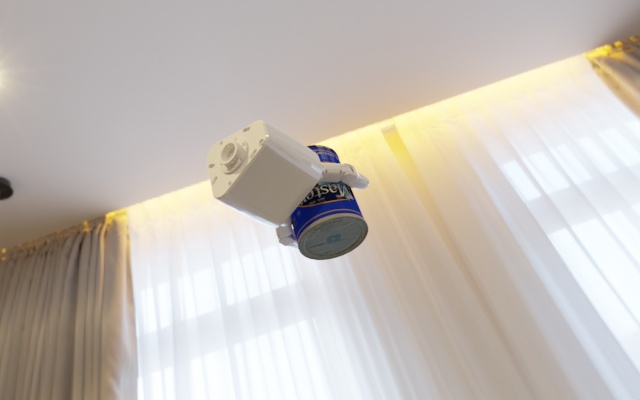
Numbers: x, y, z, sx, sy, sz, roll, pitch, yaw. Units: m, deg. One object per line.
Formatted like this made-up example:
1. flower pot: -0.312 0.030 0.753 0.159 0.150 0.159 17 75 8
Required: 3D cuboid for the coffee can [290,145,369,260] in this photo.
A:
1. coffee can: 0.000 0.002 0.708 0.103 0.140 0.103 -12 -37 -10
